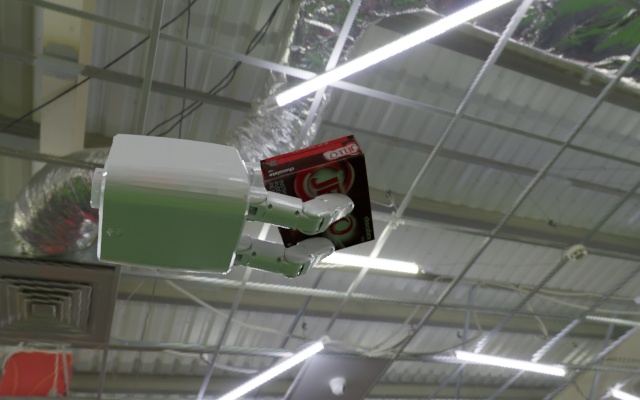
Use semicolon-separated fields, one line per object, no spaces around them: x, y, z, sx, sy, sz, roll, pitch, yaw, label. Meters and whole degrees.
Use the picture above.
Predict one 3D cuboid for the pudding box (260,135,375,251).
0.000;0.001;0.450;0.090;0.114;0.039;-16;44;-3;pudding box
